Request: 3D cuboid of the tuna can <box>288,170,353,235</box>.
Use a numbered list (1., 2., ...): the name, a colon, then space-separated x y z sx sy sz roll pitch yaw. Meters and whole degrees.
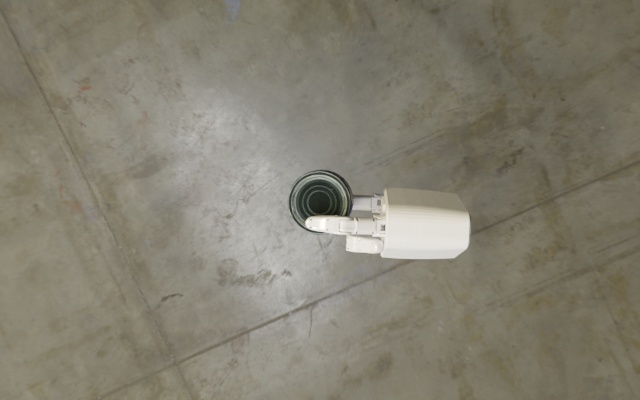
1. tuna can: 0.000 0.002 0.634 0.086 0.086 0.034 0 4 7
